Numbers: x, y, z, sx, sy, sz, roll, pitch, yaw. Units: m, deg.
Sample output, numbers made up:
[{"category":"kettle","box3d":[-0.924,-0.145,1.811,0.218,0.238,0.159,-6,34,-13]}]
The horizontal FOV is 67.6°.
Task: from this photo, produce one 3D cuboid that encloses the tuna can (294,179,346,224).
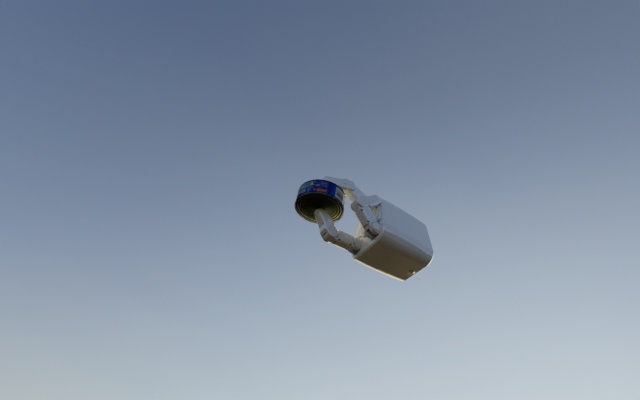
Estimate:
[{"category":"tuna can","box3d":[0.000,0.002,0.824,0.086,0.033,0.086,7,-39,6]}]
